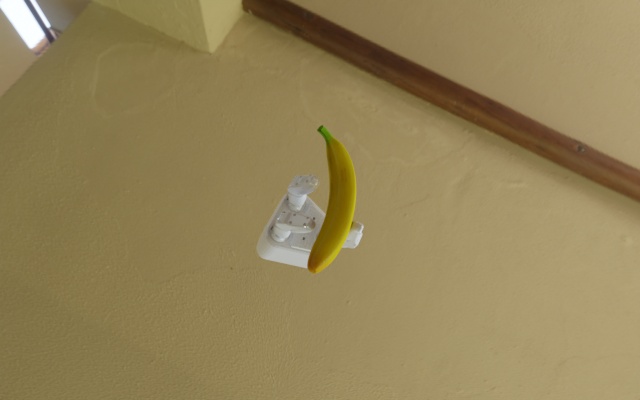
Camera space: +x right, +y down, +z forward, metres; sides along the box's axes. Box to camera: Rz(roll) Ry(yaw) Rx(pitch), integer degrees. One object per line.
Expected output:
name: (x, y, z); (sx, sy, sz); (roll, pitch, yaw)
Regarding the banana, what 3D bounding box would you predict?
banana: (0.017, 0.002, 0.637); (0.069, 0.197, 0.037); (11, -19, -27)
